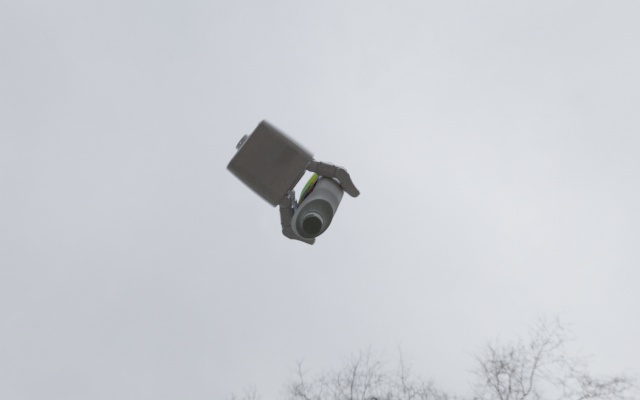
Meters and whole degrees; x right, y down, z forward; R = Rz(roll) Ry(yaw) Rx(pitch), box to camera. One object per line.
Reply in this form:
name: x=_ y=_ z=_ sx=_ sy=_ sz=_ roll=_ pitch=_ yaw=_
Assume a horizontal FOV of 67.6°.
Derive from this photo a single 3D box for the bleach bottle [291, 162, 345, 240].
bleach bottle: x=0.000 y=0.003 z=0.798 sx=0.068 sy=0.102 sz=0.250 roll=38 pitch=12 yaw=-5
